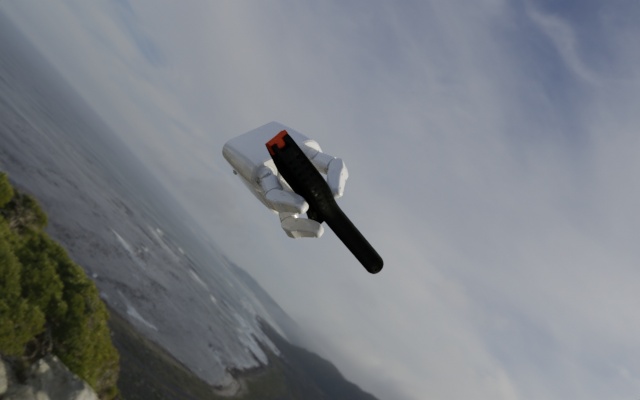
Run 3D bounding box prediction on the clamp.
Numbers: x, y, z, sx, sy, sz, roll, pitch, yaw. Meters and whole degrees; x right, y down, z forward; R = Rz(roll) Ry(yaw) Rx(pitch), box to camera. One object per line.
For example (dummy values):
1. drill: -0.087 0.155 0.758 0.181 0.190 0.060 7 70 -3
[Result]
1. clamp: 0.000 0.001 0.606 0.164 0.036 0.210 36 -17 45
